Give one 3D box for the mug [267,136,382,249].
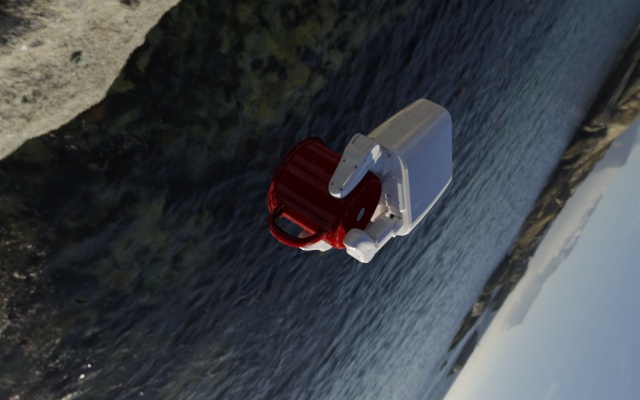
[{"bbox_3d":[-0.001,0.002,0.470,0.081,0.093,0.117,31,53,23],"label":"mug"}]
